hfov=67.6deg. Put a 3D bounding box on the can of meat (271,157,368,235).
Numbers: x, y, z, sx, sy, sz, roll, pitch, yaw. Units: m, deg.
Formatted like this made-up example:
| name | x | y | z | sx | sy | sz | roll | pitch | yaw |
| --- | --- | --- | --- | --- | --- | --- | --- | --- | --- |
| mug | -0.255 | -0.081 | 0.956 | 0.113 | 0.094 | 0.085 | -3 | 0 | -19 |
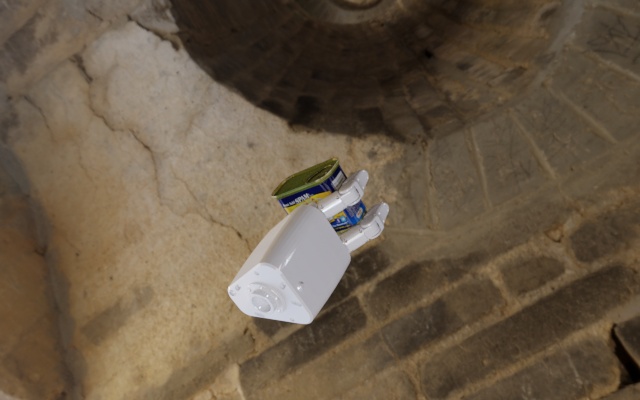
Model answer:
| name | x | y | z | sx | sy | sz | roll | pitch | yaw |
| --- | --- | --- | --- | --- | --- | --- | --- | --- | --- |
| can of meat | 0.000 | 0.002 | 0.633 | 0.102 | 0.084 | 0.057 | -20 | 23 | 36 |
